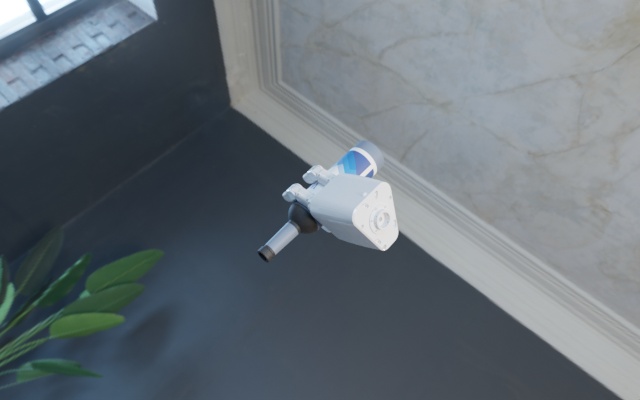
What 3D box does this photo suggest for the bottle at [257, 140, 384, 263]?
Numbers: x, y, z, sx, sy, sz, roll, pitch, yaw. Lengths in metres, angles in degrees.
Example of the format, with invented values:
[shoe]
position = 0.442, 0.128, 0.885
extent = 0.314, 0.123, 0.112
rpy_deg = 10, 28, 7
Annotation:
[bottle]
position = 0.000, 0.003, 0.864
extent = 0.295, 0.069, 0.069
rpy_deg = -43, 21, -24
